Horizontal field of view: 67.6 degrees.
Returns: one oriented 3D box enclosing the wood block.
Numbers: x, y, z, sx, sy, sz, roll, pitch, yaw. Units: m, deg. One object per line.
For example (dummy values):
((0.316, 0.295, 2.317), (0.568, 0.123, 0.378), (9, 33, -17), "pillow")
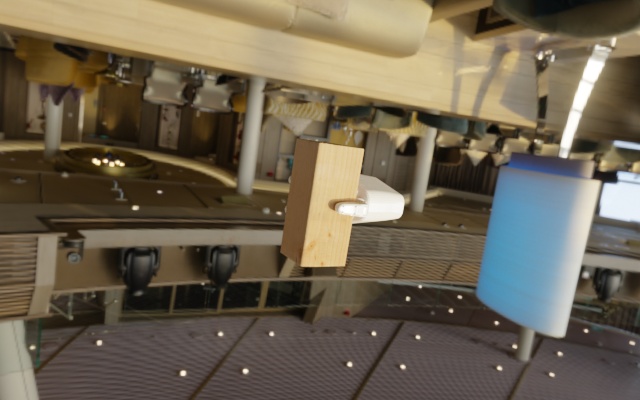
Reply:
((0.001, 0.003, 0.828), (0.090, 0.206, 0.091), (4, 9, -30), "wood block")
